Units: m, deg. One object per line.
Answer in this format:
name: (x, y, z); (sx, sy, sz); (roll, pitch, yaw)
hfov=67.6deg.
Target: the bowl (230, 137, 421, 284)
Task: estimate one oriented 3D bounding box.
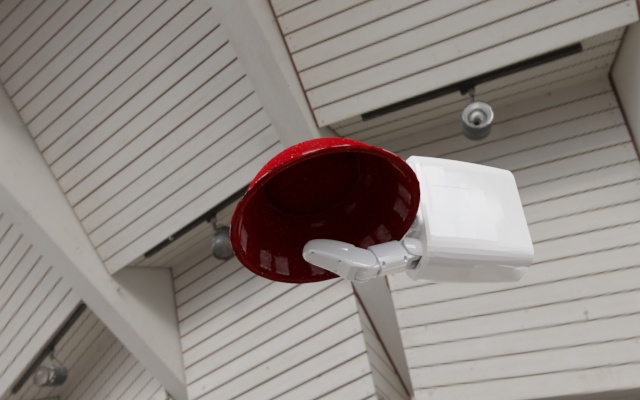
bowl: (-0.001, 0.001, 0.408); (0.162, 0.162, 0.055); (0, 44, -22)
